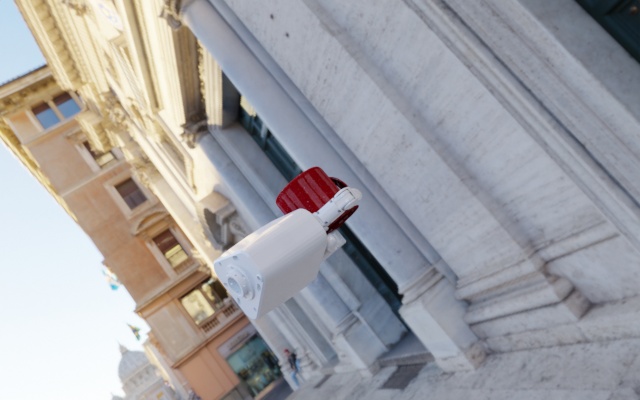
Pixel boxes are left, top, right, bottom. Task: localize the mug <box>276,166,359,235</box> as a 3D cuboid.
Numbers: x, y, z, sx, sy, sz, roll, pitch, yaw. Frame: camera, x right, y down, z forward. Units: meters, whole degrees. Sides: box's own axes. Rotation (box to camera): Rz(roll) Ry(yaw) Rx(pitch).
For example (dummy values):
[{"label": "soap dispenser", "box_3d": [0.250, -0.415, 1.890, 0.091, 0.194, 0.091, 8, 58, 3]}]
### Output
[{"label": "mug", "box_3d": [0.001, 0.001, 0.671, 0.117, 0.081, 0.093, -33, -11, -38]}]
